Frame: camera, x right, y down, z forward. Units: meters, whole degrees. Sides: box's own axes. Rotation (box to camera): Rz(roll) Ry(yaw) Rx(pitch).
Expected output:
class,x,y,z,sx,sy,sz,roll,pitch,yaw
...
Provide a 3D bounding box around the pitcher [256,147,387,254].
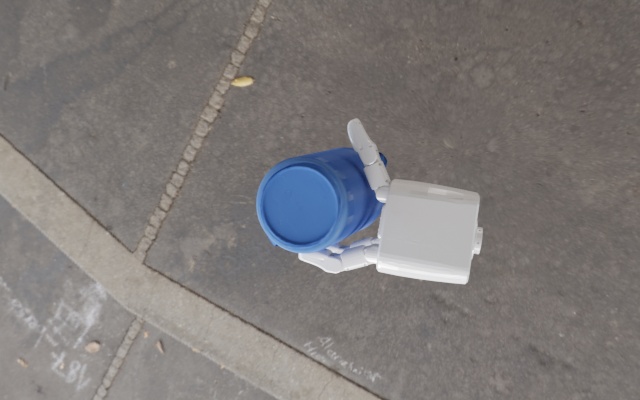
class,x,y,z,sx,sy,sz,roll,pitch,yaw
pitcher,0.000,0.002,0.633,0.145,0.149,0.243,9,8,14
